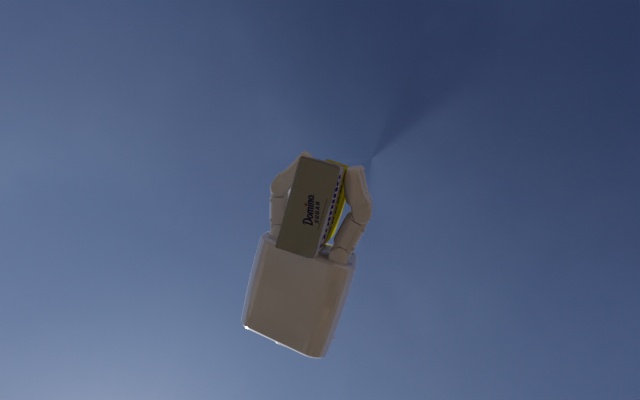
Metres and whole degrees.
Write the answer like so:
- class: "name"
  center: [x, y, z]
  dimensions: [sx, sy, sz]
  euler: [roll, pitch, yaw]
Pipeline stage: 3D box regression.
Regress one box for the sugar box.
- class: "sugar box"
  center: [0.001, 0.002, 0.526]
  dimensions: [0.048, 0.093, 0.176]
  euler: [16, 6, 4]
